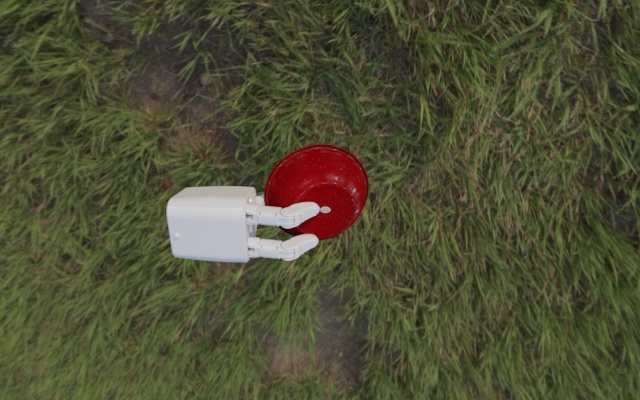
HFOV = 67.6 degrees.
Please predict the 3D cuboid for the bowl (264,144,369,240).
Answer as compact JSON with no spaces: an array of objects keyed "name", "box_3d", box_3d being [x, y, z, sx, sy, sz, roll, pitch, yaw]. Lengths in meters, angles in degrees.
[{"name":"bowl","box_3d":[0.001,0.002,0.698,0.162,0.162,0.055,0,29,-13]}]
